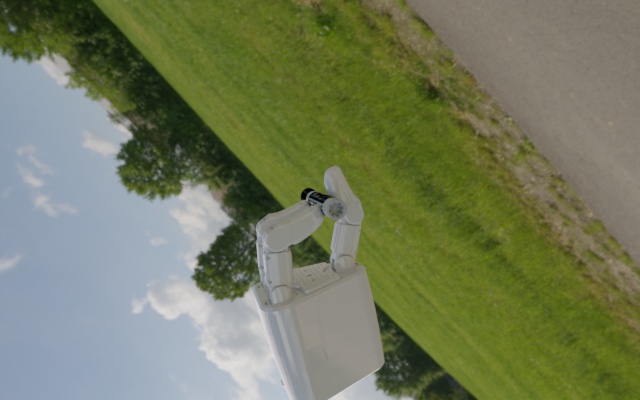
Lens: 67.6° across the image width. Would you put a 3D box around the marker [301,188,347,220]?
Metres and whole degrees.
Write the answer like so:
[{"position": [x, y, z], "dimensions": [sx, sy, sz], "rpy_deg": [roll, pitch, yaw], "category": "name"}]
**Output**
[{"position": [0.000, 0.002, 0.473], "dimensions": [0.020, 0.020, 0.121], "rpy_deg": [0, 6, -14], "category": "marker"}]
